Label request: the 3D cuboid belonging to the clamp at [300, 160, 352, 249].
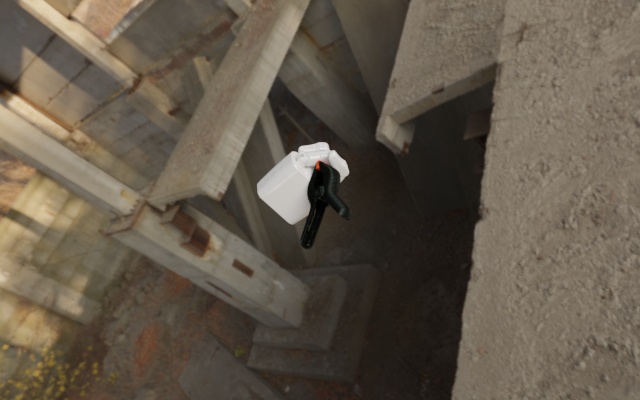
[{"bbox_3d":[0.000,0.002,0.854,0.039,0.171,0.120,34,-60,-31],"label":"clamp"}]
